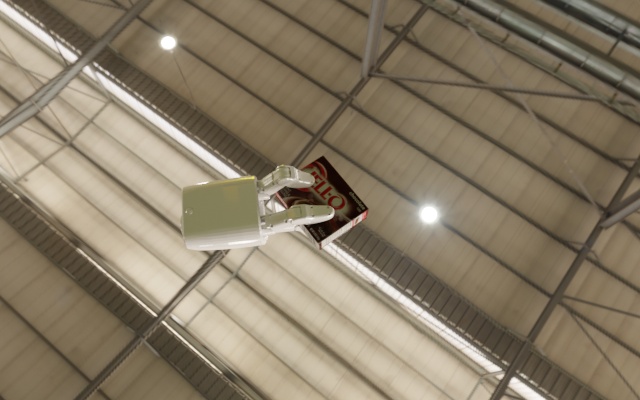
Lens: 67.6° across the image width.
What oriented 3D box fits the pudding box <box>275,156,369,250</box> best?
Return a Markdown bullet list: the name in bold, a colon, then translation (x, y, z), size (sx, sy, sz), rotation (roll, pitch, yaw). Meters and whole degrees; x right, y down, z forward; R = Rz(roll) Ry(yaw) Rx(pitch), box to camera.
- **pudding box**: translation (0.000, 0.002, 0.689), size (0.090, 0.113, 0.039), rotation (-34, -19, -15)
